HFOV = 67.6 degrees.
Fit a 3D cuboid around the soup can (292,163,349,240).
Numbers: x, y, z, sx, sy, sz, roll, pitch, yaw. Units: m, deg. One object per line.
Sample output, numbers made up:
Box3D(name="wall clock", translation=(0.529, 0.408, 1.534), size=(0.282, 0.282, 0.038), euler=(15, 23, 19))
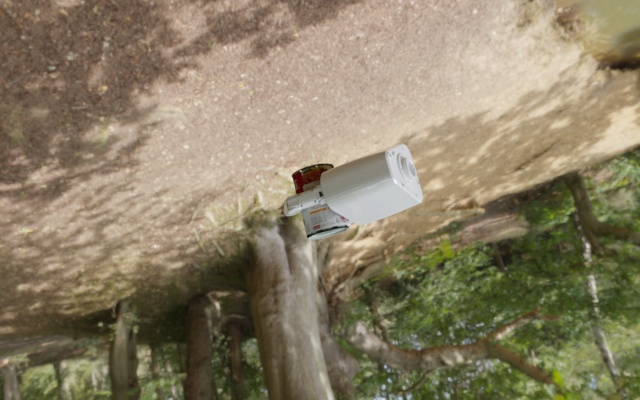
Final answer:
Box3D(name="soup can", translation=(0.000, 0.003, 0.730), size=(0.068, 0.102, 0.068), euler=(-14, -12, -3))
